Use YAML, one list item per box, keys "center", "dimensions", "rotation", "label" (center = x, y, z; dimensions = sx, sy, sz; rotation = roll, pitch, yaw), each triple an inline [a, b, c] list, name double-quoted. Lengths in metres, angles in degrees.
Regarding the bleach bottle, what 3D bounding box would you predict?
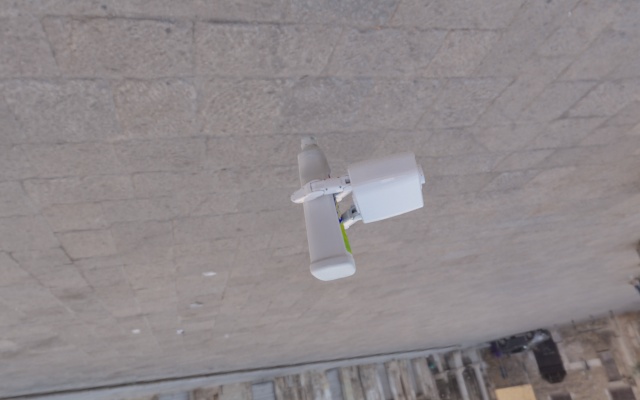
- center: [0.000, 0.003, 0.808]
  dimensions: [0.068, 0.250, 0.103]
  rotation: [-14, -20, 7]
  label: "bleach bottle"
